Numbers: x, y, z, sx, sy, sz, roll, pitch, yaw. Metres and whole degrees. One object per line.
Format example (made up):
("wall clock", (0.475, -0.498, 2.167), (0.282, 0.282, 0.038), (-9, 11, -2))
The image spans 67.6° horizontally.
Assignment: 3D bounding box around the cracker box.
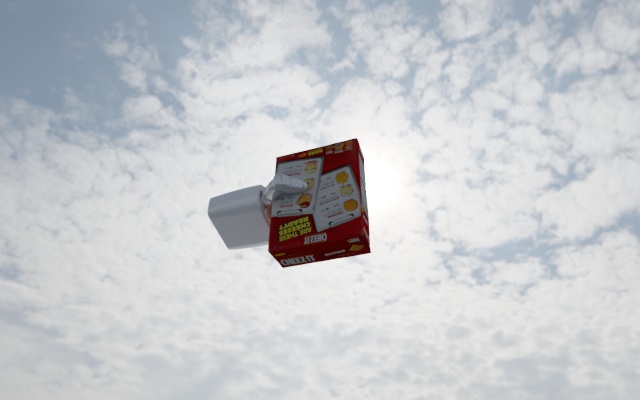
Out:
("cracker box", (0.000, 0.003, 0.848), (0.164, 0.213, 0.072), (-12, -38, 15))
